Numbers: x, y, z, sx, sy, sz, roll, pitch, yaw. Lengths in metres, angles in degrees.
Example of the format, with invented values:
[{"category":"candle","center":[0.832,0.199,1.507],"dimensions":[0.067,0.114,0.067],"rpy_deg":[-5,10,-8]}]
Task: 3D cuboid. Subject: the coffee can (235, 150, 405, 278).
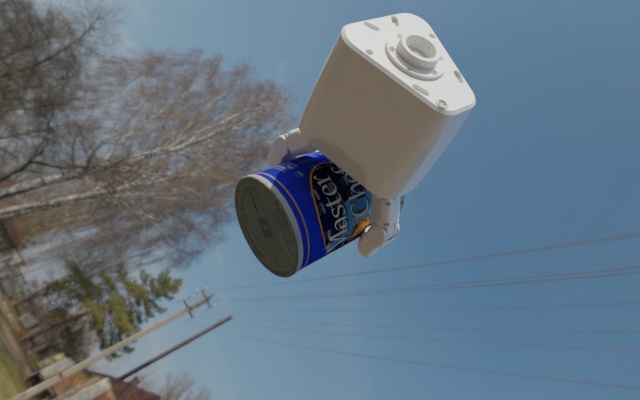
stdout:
[{"category":"coffee can","center":[0.000,0.002,0.484],"dimensions":[0.140,0.103,0.103],"rpy_deg":[-25,14,-33]}]
